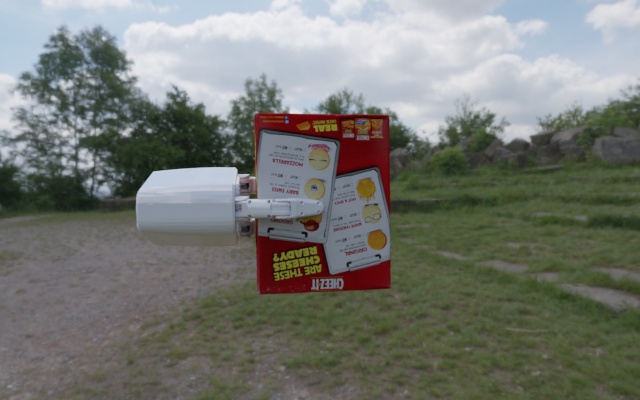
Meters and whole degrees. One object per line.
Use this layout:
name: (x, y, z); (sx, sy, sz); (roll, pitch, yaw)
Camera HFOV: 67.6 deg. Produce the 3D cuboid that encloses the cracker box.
cracker box: (0.000, 0.002, 0.597); (0.164, 0.213, 0.072); (-1, 2, -8)
